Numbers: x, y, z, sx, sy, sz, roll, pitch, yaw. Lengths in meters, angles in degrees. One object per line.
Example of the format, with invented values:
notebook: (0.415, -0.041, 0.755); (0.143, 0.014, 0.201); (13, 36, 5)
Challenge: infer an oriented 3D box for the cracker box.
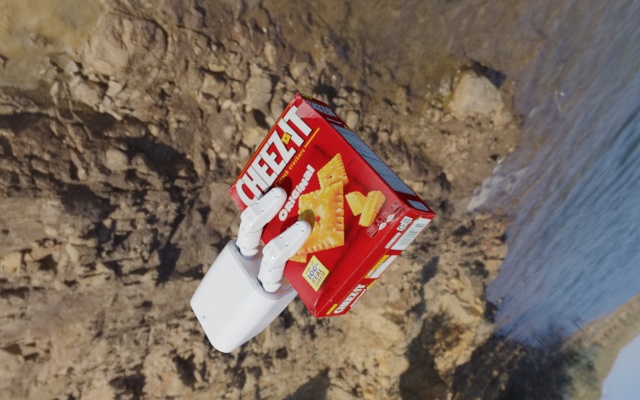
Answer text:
cracker box: (0.000, 0.002, 0.562); (0.072, 0.164, 0.213); (11, 33, -53)
